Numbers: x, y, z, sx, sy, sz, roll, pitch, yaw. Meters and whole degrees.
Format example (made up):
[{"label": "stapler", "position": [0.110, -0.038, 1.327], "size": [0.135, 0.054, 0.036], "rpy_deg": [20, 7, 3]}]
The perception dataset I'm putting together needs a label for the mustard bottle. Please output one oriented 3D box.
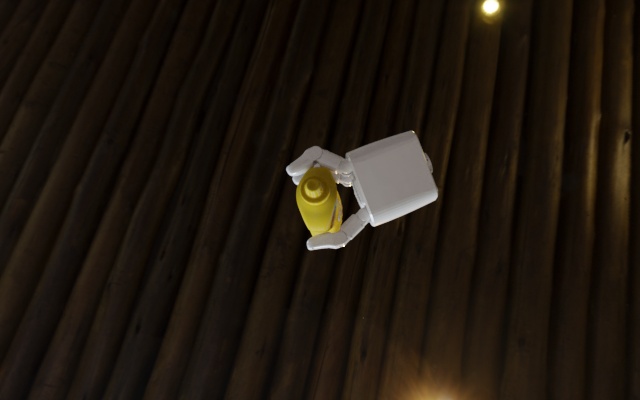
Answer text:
[{"label": "mustard bottle", "position": [0.000, 0.002, 0.718], "size": [0.058, 0.096, 0.192], "rpy_deg": [2, -13, 6]}]
